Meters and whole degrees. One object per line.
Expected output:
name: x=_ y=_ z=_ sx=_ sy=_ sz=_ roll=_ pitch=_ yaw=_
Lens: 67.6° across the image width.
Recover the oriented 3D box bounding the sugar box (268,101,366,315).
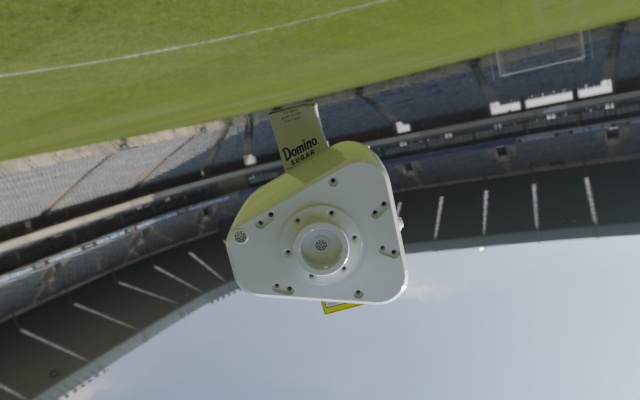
sugar box: x=0.001 y=0.001 z=0.433 sx=0.048 sy=0.176 sz=0.093 roll=-13 pitch=10 yaw=2
